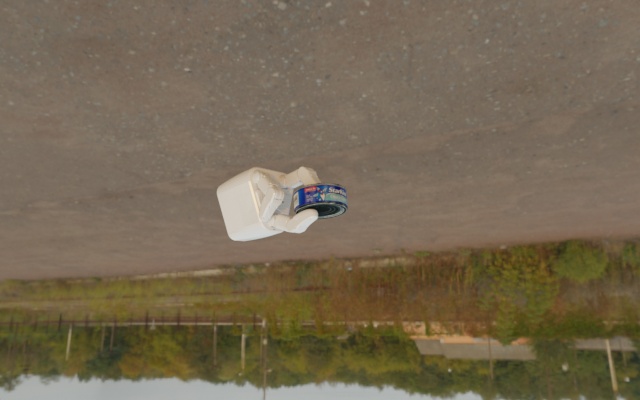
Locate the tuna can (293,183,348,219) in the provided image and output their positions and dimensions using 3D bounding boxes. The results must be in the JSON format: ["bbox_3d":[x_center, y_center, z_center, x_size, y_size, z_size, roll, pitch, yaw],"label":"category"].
[{"bbox_3d":[0.000,0.003,0.760,0.086,0.033,0.086,-4,-19,-1],"label":"tuna can"}]
